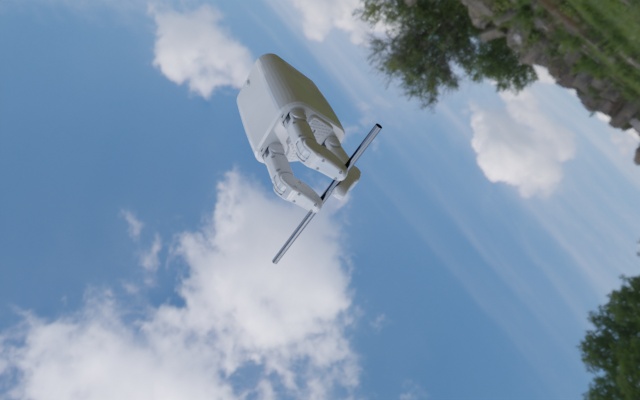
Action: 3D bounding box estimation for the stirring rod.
[{"bbox_3d":[0.000,0.002,0.561,0.011,0.011,0.240,0,-41,-42],"label":"stirring rod"}]
